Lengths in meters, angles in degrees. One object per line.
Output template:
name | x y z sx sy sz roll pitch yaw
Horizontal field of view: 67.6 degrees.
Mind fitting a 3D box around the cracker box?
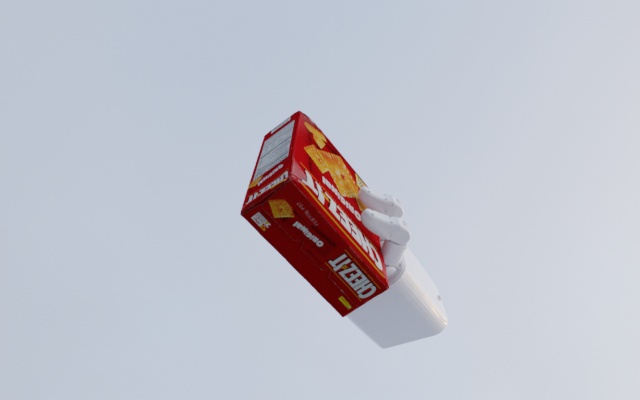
cracker box | 0.000 0.002 0.559 0.072 0.164 0.213 -35 22 17
